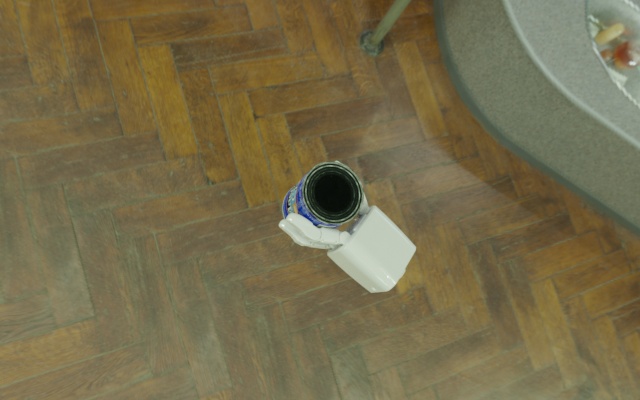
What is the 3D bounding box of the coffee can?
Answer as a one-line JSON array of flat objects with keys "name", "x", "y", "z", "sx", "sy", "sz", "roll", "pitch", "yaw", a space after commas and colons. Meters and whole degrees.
[{"name": "coffee can", "x": 0.000, "y": 0.003, "z": 0.809, "sx": 0.103, "sy": 0.102, "sz": 0.140, "roll": 0, "pitch": -12, "yaw": -17}]
